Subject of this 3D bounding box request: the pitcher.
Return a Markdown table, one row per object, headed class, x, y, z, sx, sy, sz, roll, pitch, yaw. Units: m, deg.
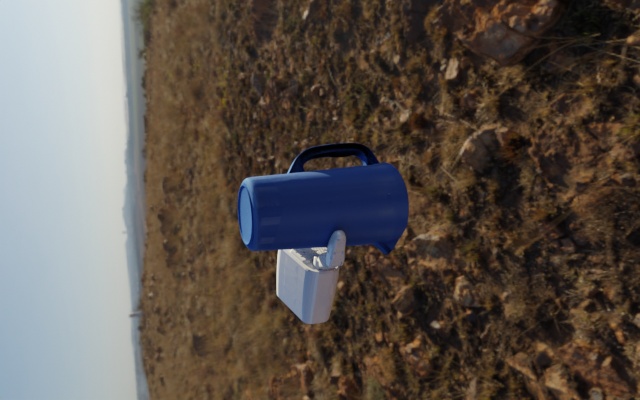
| class | x | y | z | sx | sy | sz | roll | pitch | yaw |
| --- | --- | --- | --- | --- | --- | --- | --- | --- | --- |
| pitcher | 0.000 | 0.003 | 0.738 | 0.243 | 0.145 | 0.149 | -4 | 29 | -22 |
